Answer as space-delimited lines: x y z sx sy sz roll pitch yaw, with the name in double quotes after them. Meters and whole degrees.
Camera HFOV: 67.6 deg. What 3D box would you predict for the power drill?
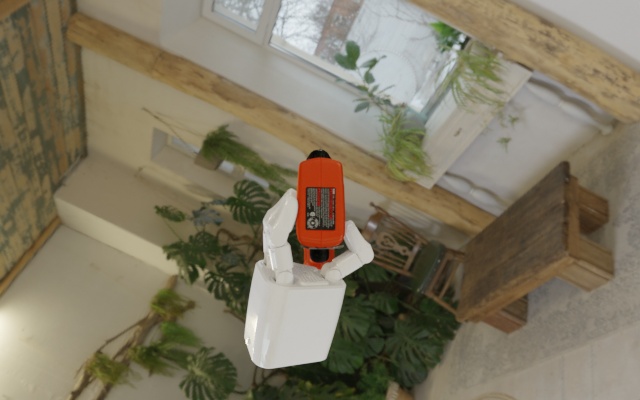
0.000 0.002 0.640 0.057 0.184 0.188 -2 -10 0 "power drill"
